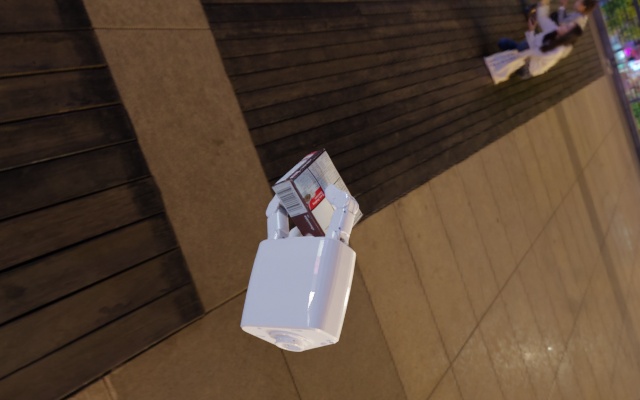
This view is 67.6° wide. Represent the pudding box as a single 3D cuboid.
[{"bbox_3d":[0.000,0.002,0.625,0.039,0.113,0.090,-16,21,39],"label":"pudding box"}]
